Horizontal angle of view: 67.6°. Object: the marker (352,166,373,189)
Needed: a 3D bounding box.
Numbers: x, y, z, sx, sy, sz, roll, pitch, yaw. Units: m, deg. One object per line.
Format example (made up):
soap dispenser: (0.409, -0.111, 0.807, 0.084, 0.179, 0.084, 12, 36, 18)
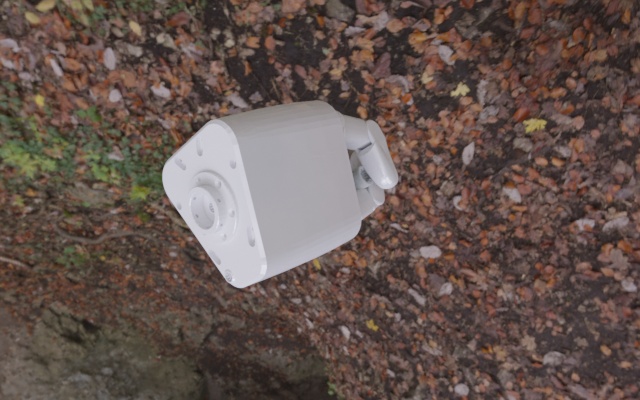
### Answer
marker: (0.000, 0.001, 0.447, 0.020, 0.020, 0.121, 0, -23, -45)
